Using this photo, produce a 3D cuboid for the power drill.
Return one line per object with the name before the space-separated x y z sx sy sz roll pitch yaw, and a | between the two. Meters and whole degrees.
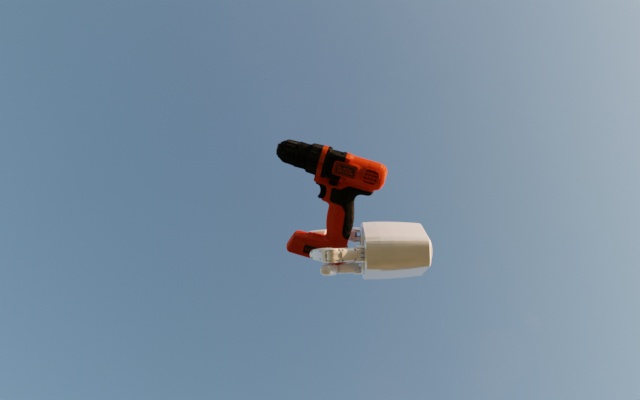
power drill | 0.000 0.003 0.795 0.184 0.188 0.057 16 17 5
